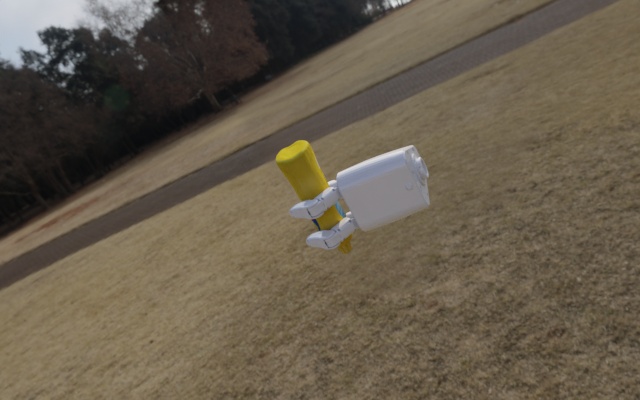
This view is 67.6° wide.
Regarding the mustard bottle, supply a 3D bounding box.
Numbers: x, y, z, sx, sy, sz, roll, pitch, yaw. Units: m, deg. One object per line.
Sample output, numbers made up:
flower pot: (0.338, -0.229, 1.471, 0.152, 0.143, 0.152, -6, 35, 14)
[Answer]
mustard bottle: (0.000, 0.002, 0.748, 0.058, 0.192, 0.096, -30, 19, 0)
